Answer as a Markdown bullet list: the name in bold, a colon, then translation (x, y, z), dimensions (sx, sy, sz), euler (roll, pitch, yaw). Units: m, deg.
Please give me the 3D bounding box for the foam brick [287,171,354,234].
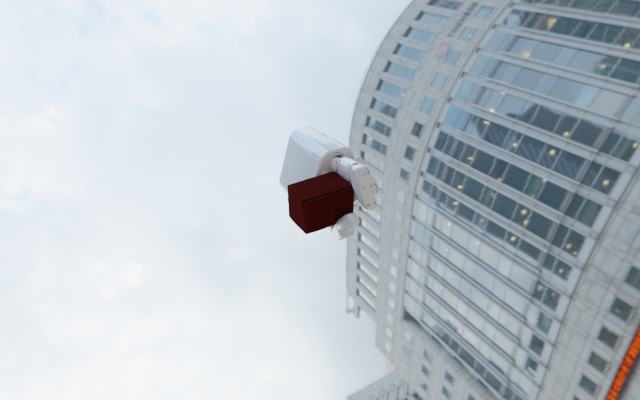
- **foam brick**: translation (0.000, 0.002, 0.646), dimensions (0.078, 0.053, 0.051), euler (-18, 36, -25)
